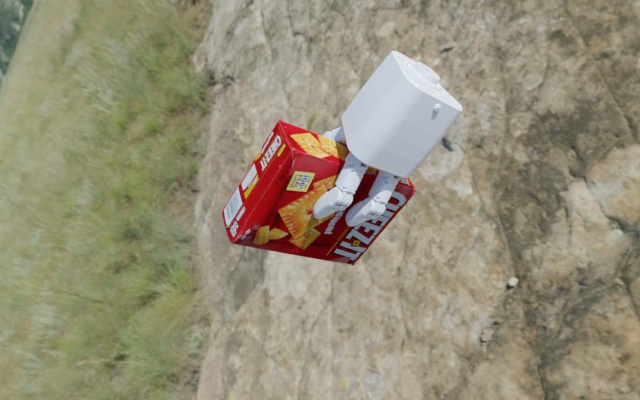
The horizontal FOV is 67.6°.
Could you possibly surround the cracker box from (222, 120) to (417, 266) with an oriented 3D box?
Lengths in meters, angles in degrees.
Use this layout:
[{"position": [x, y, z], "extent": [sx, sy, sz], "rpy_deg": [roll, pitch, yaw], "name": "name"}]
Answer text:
[{"position": [0.000, 0.002, 0.649], "extent": [0.214, 0.164, 0.072], "rpy_deg": [15, 35, -35], "name": "cracker box"}]
